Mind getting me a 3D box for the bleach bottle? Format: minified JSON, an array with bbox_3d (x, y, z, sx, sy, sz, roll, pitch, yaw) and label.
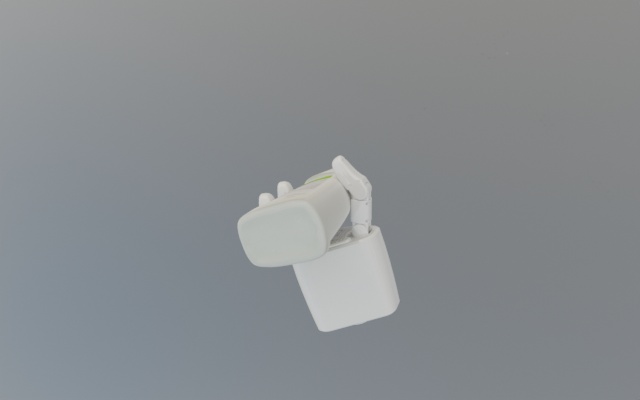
[{"bbox_3d":[0.000,0.002,0.597,0.102,0.068,0.250,-14,11,24],"label":"bleach bottle"}]
